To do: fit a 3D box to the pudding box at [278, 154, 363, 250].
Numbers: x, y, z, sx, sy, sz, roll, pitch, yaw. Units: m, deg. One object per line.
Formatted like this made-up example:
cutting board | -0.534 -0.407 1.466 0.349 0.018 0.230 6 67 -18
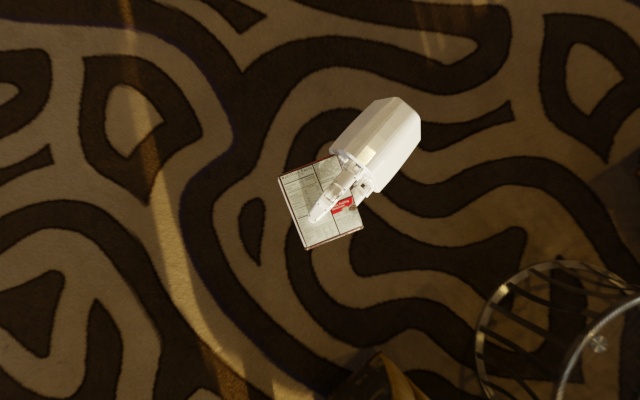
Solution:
pudding box | 0.000 0.002 0.674 0.090 0.113 0.039 -21 -3 -5
